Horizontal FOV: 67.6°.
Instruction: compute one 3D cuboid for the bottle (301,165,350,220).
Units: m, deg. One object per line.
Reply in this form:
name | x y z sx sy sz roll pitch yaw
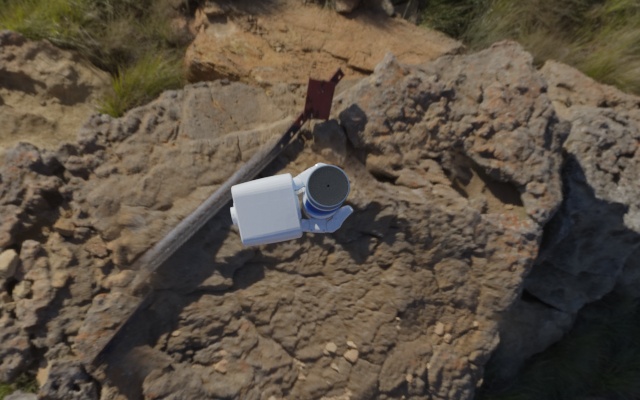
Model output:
bottle | 0.000 0.003 0.865 0.069 0.069 0.296 0 -10 -5
